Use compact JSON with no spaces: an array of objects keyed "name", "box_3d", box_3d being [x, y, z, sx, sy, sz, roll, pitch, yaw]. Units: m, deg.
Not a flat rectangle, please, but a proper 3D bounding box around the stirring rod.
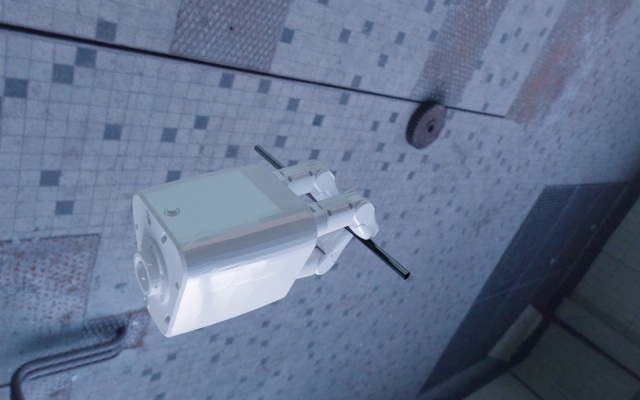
[{"name":"stirring rod","box_3d":[0.000,0.002,0.474,0.011,0.011,0.239,0,31,-45]}]
